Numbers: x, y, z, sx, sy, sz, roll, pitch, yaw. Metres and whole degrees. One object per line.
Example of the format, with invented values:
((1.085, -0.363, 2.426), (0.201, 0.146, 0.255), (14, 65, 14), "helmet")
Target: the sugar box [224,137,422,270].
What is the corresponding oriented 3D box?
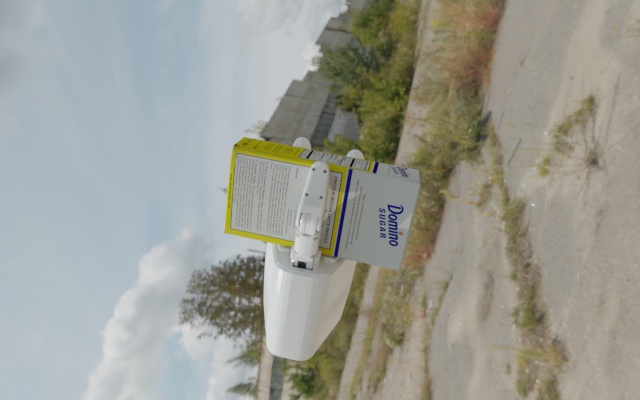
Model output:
((0.000, 0.001, 0.460), (0.176, 0.093, 0.048), (11, 23, 4), "sugar box")
